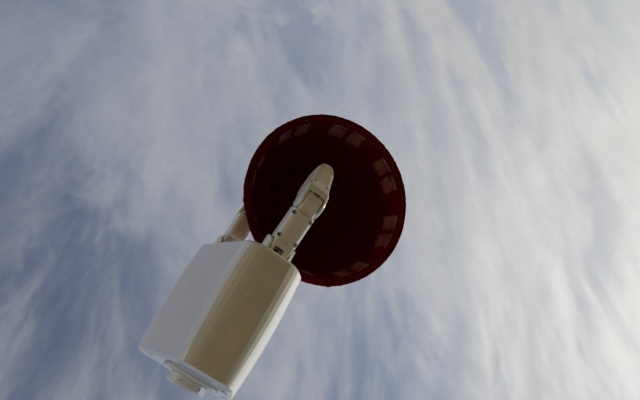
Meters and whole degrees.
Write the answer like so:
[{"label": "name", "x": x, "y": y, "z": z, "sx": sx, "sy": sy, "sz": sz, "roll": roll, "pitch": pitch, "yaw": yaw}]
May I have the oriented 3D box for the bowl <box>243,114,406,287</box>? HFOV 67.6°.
[{"label": "bowl", "x": 0.001, "y": 0.001, "z": 0.466, "sx": 0.162, "sy": 0.162, "sz": 0.055, "roll": 0, "pitch": -8, "yaw": -20}]
